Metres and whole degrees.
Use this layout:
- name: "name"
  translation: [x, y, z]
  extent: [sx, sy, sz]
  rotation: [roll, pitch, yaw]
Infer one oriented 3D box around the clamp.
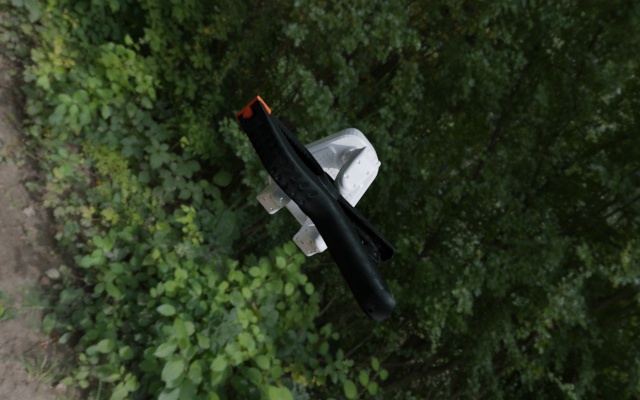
- name: "clamp"
  translation: [0.000, 0.000, 0.415]
  extent: [0.036, 0.210, 0.164]
  rotation: [-38, 9, 11]
